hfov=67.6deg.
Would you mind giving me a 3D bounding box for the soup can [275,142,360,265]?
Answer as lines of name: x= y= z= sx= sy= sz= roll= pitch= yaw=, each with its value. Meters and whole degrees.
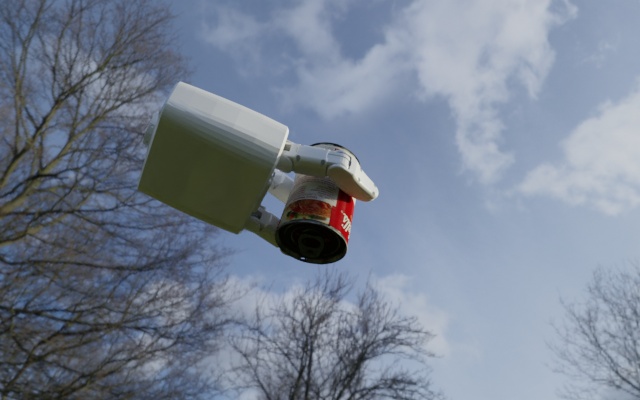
soup can: x=0.001 y=0.001 z=0.466 sx=0.068 sy=0.102 sz=0.069 roll=8 pitch=-39 yaw=7
